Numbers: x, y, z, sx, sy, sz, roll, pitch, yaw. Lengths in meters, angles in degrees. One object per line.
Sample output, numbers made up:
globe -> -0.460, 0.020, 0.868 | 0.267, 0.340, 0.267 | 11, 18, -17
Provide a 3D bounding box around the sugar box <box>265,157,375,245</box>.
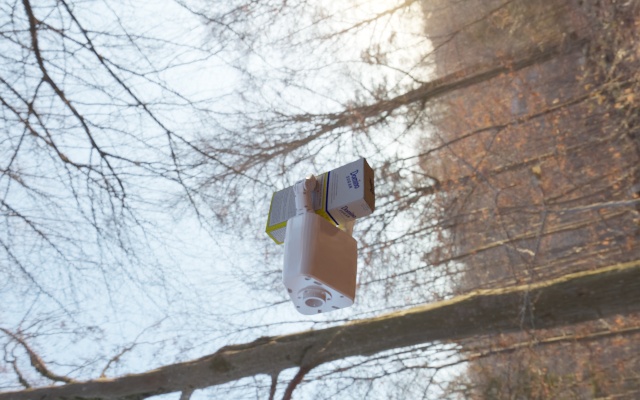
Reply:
sugar box -> 0.000, 0.003, 0.759 | 0.176, 0.093, 0.048 | -17, -48, 23
